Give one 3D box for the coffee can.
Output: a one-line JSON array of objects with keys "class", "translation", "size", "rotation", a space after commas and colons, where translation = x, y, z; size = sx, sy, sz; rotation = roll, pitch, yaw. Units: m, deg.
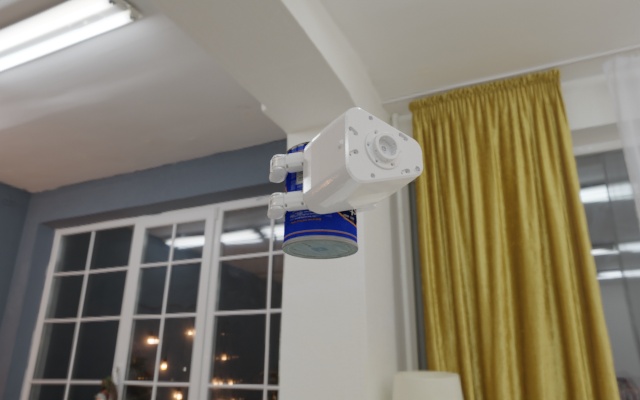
[{"class": "coffee can", "translation": [0.000, 0.002, 0.667], "size": [0.103, 0.140, 0.103], "rotation": [0, -20, 0]}]
